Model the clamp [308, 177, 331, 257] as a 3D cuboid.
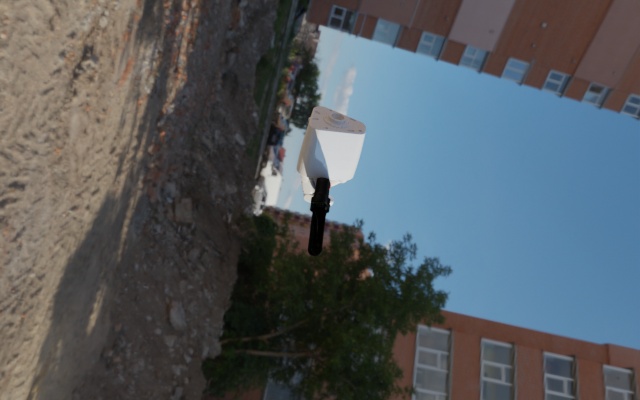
[{"bbox_3d":[0.001,0.003,0.855,0.039,0.120,0.171,9,39,-4],"label":"clamp"}]
